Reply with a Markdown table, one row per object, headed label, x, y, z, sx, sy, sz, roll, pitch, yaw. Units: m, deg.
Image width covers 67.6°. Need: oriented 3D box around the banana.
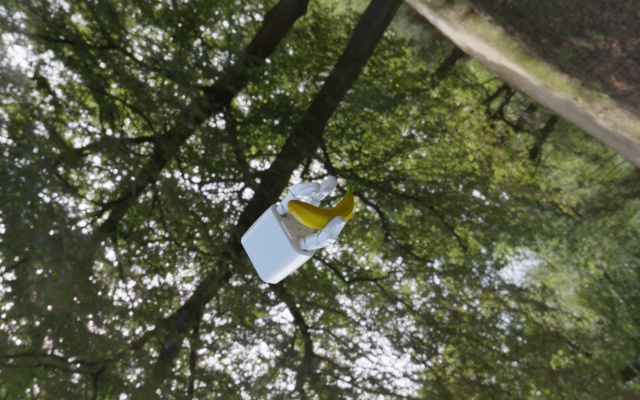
| label | x | y | z | sx | sy | sz | roll | pitch | yaw |
| --- | --- | --- | --- | --- | --- | --- | --- | --- | --- |
| banana | 0.010 | 0.019 | 0.847 | 0.037 | 0.069 | 0.198 | -29 | -7 | 33 |
